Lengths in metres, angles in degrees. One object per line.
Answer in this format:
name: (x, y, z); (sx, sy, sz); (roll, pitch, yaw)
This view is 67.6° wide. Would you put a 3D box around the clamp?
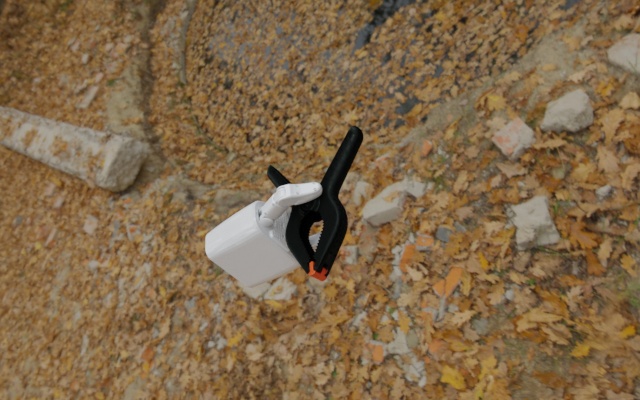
clamp: (-0.001, 0.002, 0.642); (0.164, 0.209, 0.036); (-29, -39, 26)
